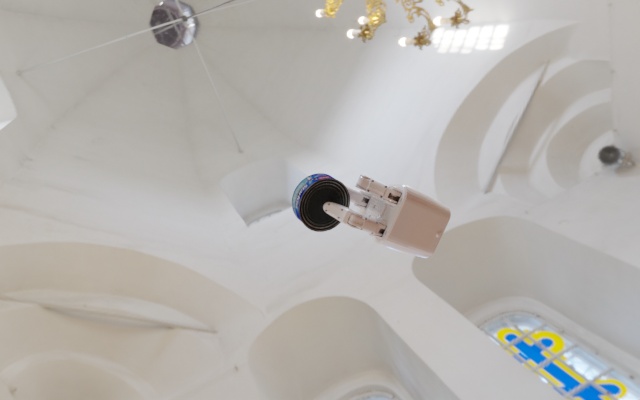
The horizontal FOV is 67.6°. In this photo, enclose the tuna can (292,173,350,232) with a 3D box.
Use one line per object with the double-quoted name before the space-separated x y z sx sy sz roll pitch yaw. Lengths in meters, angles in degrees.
"tuna can" 0.000 0.002 0.730 0.086 0.086 0.033 0 19 -28
